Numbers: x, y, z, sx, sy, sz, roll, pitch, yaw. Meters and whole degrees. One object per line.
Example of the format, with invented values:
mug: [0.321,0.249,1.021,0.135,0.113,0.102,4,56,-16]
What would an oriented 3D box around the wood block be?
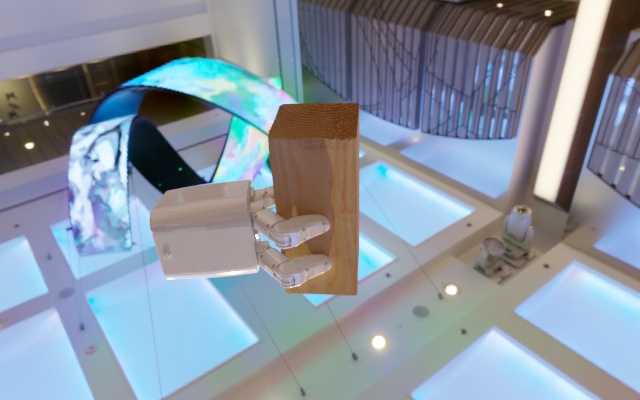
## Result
wood block: [0.000,0.002,0.548,0.090,0.206,0.090,1,34,5]
